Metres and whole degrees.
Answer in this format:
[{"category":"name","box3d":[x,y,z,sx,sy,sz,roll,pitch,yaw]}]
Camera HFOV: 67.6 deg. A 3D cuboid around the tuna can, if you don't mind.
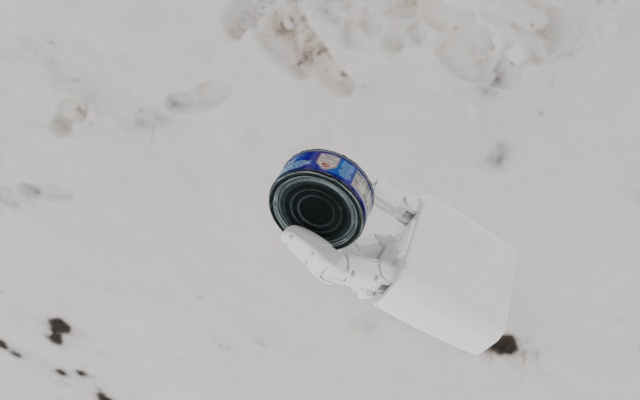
[{"category":"tuna can","box3d":[0.000,0.002,0.405,0.086,0.086,0.033,0,36,22]}]
